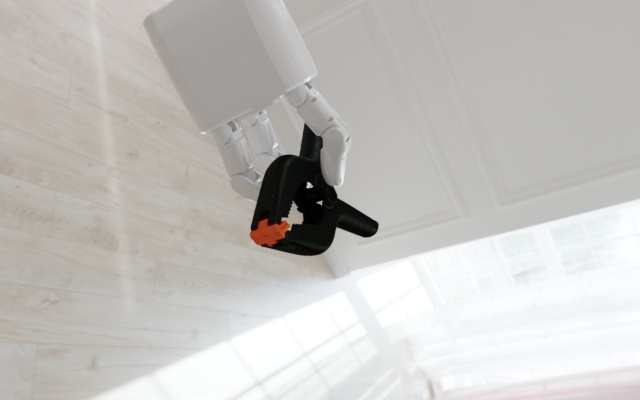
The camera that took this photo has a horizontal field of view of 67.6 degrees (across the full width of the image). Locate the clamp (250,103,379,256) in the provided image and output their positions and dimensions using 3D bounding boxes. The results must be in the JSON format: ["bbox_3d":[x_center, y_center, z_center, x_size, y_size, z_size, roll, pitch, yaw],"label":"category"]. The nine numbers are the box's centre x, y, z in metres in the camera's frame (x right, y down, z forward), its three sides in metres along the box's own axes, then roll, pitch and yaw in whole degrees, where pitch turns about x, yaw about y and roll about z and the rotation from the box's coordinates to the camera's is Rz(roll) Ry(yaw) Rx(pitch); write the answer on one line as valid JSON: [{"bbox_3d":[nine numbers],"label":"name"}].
[{"bbox_3d":[0.000,0.001,0.460,0.036,0.164,0.210,-19,18,27],"label":"clamp"}]
